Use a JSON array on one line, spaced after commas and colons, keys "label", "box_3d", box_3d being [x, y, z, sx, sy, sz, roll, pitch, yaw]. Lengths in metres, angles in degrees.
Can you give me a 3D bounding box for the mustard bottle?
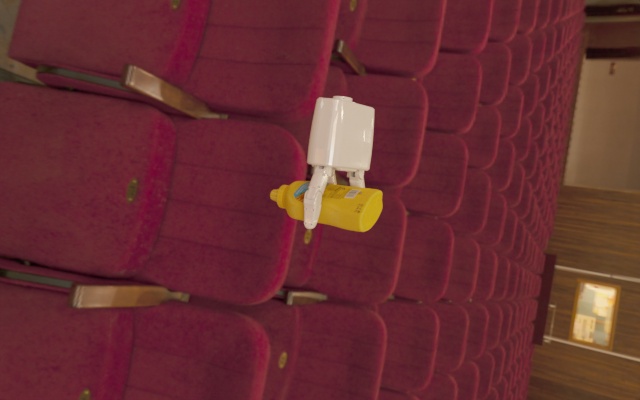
[{"label": "mustard bottle", "box_3d": [0.000, 0.003, 0.800, 0.191, 0.058, 0.096, 9, 31, 26]}]
